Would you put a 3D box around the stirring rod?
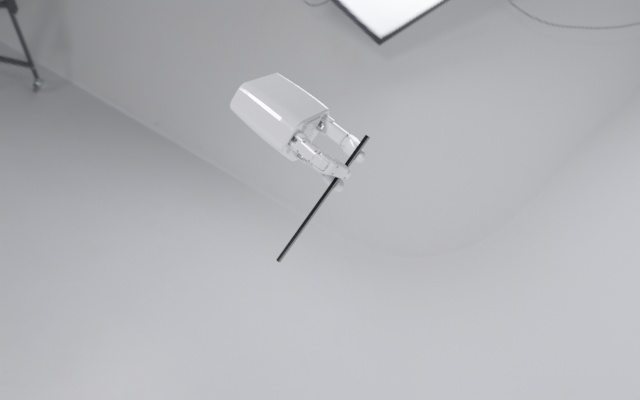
[{"bbox_3d":[0.000,0.002,0.709,0.011,0.239,0.011,31,20,-13],"label":"stirring rod"}]
